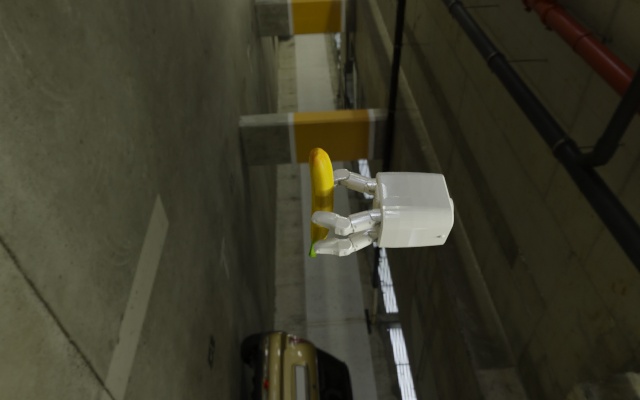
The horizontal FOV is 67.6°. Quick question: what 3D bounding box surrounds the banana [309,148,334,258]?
[{"bbox_3d":[0.002,-0.006,0.738,0.037,0.198,0.069,3,35,4],"label":"banana"}]
